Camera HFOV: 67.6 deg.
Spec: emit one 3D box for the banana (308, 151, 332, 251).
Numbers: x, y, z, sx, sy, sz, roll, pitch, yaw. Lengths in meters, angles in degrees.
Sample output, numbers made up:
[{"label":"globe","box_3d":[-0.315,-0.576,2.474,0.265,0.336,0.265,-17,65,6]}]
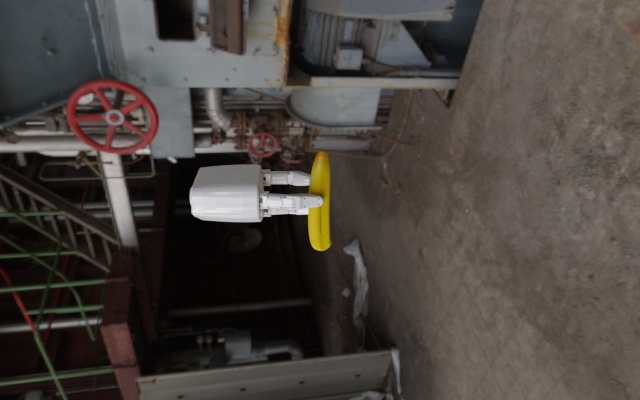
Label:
[{"label":"banana","box_3d":[-0.001,0.016,0.803,0.037,0.198,0.069,2,35,4]}]
